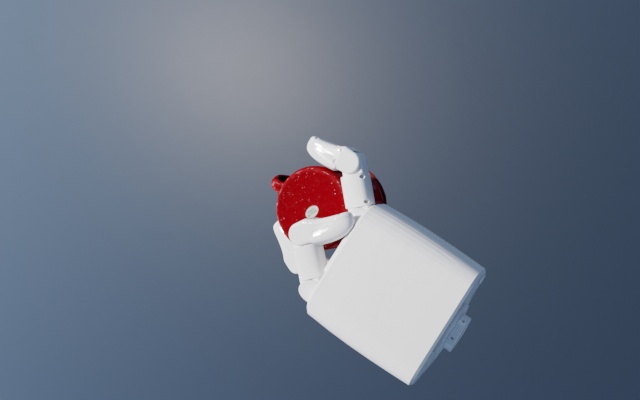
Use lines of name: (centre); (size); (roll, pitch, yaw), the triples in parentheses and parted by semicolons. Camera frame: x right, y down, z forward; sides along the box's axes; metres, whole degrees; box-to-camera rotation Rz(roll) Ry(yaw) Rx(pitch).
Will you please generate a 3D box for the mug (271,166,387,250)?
mug: (-0.001, 0.001, 0.487); (0.117, 0.093, 0.081); (31, 15, 24)
